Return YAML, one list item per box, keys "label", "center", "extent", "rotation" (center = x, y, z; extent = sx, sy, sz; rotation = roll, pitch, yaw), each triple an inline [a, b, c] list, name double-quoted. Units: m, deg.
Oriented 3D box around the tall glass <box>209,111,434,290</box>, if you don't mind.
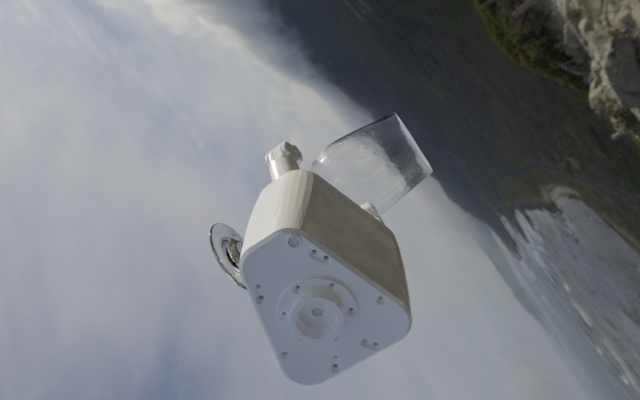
- label: "tall glass"
  center: [-0.001, 0.002, 0.434]
  extent: [0.201, 0.079, 0.079]
  rotation: [-33, -8, 13]
